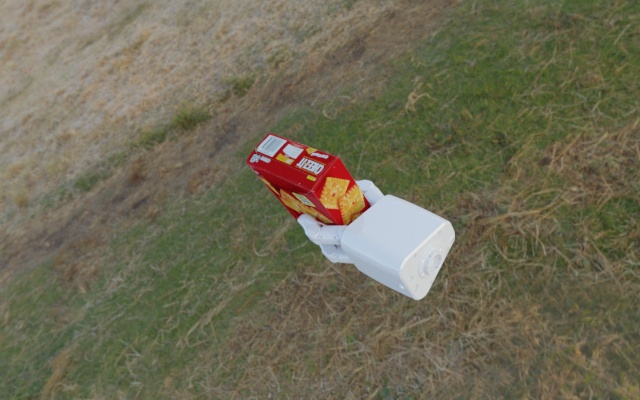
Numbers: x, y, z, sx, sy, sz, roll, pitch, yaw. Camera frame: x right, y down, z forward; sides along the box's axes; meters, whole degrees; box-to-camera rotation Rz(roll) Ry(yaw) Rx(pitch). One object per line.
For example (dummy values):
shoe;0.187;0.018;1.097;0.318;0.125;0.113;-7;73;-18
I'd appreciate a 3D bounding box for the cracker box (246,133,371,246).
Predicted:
cracker box;0.000;0.002;0.751;0.164;0.072;0.214;25;-20;43
